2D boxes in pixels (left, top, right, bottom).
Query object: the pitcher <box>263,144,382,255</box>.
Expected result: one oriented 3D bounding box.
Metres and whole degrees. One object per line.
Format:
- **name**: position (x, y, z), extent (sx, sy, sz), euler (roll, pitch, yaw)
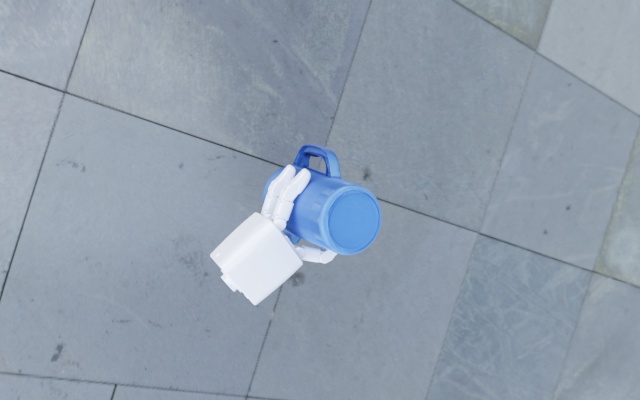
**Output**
- **pitcher**: position (0.000, 0.003, 0.814), extent (0.145, 0.149, 0.243), euler (-40, 22, -14)
